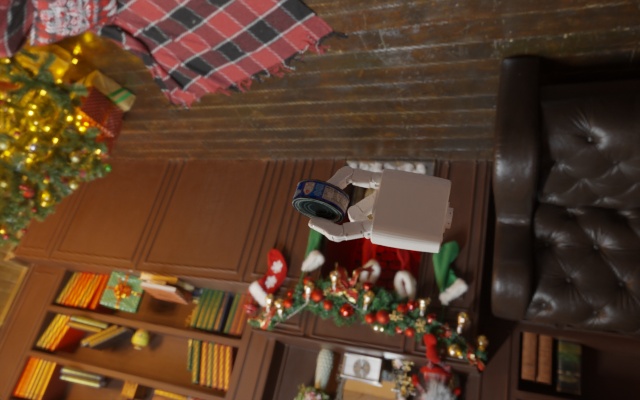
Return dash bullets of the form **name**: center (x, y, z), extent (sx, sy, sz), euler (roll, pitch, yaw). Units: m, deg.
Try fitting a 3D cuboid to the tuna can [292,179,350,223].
- **tuna can**: center (0.000, 0.003, 0.743), extent (0.086, 0.033, 0.086), euler (16, -23, 7)
